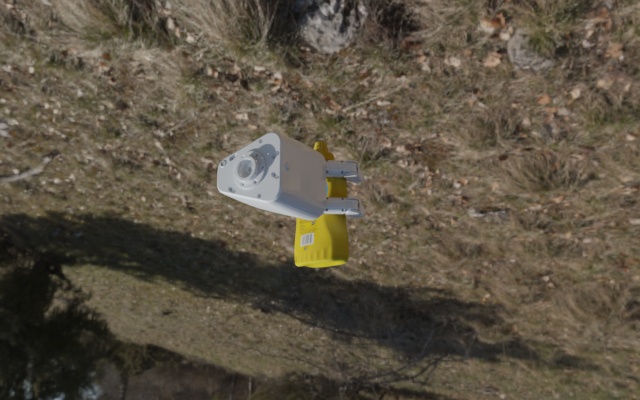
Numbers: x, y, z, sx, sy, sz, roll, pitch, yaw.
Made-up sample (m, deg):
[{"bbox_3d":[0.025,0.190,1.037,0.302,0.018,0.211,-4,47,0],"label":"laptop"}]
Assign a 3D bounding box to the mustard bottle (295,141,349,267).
[{"bbox_3d":[0.000,0.003,0.725,0.058,0.191,0.096,9,-17,-35],"label":"mustard bottle"}]
